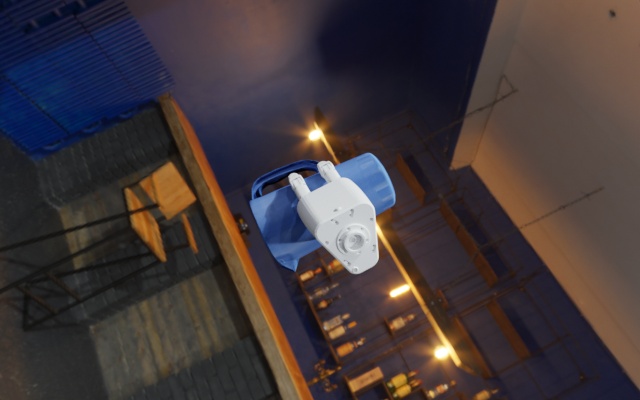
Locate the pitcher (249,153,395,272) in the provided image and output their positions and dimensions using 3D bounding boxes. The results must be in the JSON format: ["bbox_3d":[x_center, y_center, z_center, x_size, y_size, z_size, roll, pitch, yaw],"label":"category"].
[{"bbox_3d":[0.000,0.003,0.857,0.243,0.149,0.145,-26,21,-4],"label":"pitcher"}]
